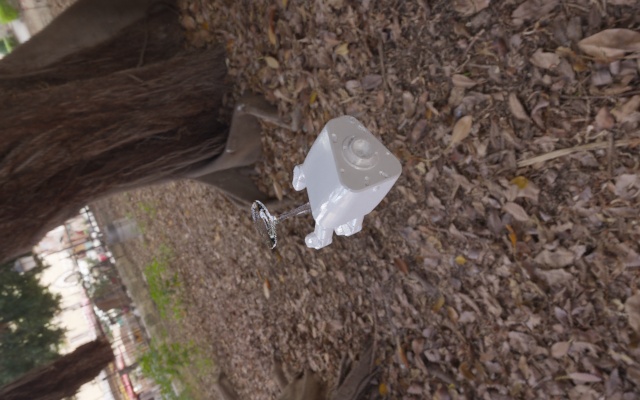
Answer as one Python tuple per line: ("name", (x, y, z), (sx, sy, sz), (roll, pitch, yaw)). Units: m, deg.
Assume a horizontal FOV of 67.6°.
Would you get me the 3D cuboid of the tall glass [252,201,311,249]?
("tall glass", (-0.001, 0.003, 0.737), (0.201, 0.079, 0.079), (-22, 10, -26))
